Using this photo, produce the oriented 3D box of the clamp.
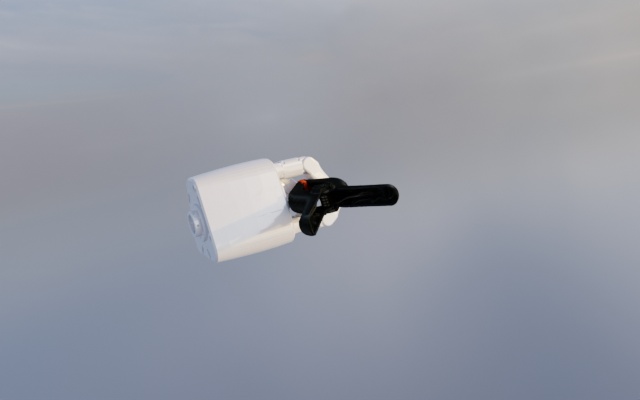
[{"bbox_3d":[0.000,0.001,0.581,0.120,0.039,0.171,-16,13,-28],"label":"clamp"}]
